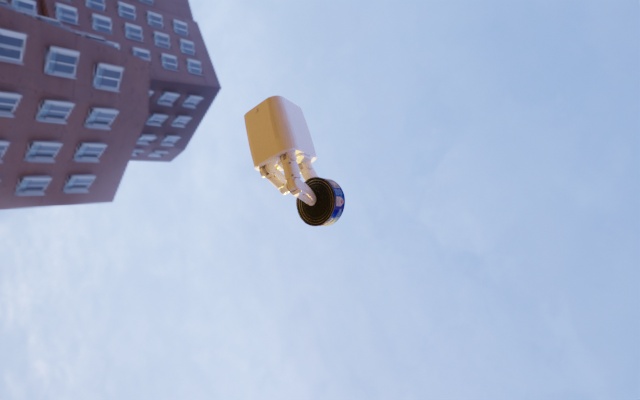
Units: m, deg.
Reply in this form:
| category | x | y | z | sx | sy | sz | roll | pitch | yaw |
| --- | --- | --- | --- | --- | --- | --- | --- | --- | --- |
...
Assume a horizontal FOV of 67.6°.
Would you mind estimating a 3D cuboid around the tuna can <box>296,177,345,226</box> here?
| category | x | y | z | sx | sy | sz | roll | pitch | yaw |
| --- | --- | --- | --- | --- | --- | --- | --- | --- | --- |
| tuna can | 0.000 | 0.003 | 0.834 | 0.086 | 0.086 | 0.034 | 0 | -3 | 38 |
